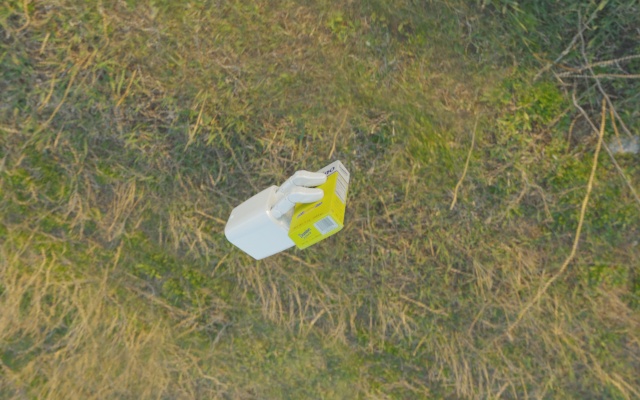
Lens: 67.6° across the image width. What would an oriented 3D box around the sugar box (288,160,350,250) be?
[{"bbox_3d":[0.000,0.003,0.866,0.093,0.048,0.176,-29,29,23],"label":"sugar box"}]
